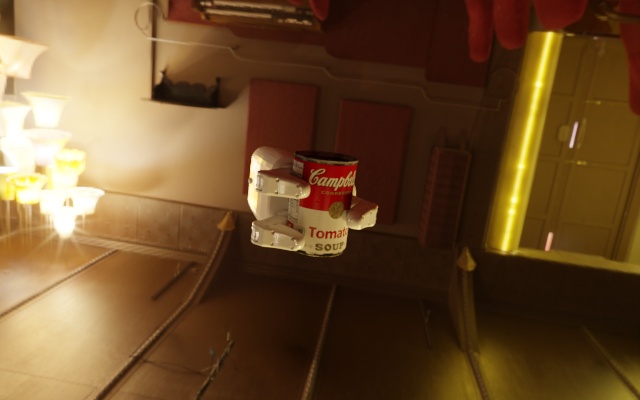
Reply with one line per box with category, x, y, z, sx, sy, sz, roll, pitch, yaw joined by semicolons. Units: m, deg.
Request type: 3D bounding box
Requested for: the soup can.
soup can;0.000;0.002;0.514;0.068;0.102;0.068;7;13;-2
